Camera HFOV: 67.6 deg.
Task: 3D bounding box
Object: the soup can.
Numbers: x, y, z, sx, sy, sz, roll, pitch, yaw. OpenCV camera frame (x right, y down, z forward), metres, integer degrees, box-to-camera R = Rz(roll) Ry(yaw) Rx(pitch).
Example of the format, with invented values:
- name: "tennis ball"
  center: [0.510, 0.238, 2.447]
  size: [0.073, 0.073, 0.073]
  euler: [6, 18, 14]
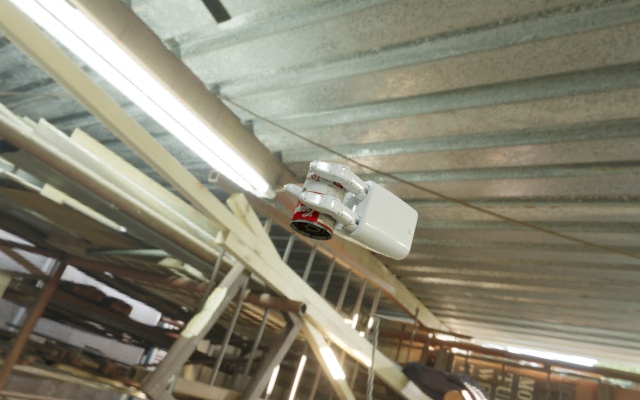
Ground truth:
- name: "soup can"
  center: [0.000, 0.002, 0.748]
  size: [0.068, 0.102, 0.068]
  euler: [16, -22, 7]
